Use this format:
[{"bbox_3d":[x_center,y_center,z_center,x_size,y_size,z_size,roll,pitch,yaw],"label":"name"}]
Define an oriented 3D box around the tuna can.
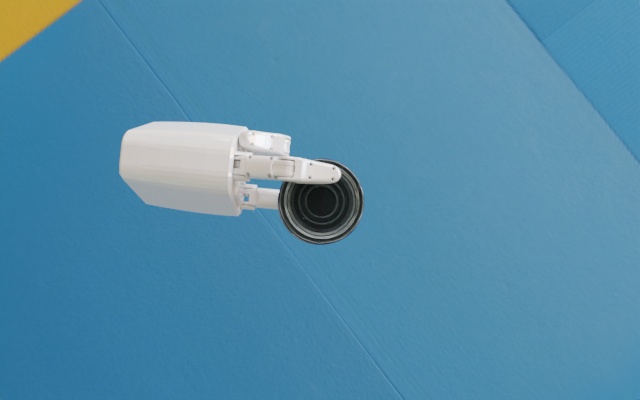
[{"bbox_3d":[0.000,0.002,0.476,0.086,0.086,0.034,0,-4,-5],"label":"tuna can"}]
